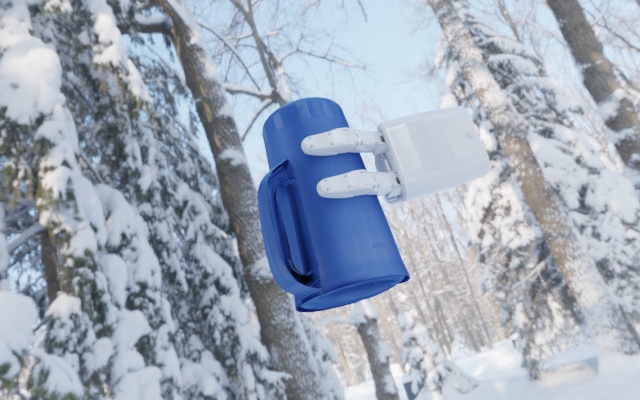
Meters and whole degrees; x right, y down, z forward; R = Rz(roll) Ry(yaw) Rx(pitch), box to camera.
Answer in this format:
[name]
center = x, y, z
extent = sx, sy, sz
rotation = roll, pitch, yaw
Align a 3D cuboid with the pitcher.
[pitcher]
center = 0.000, 0.002, 0.565
extent = 0.145, 0.242, 0.149
rotation = -15, -20, -4
